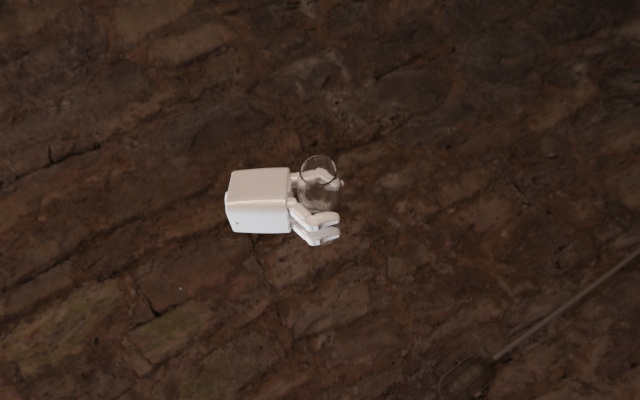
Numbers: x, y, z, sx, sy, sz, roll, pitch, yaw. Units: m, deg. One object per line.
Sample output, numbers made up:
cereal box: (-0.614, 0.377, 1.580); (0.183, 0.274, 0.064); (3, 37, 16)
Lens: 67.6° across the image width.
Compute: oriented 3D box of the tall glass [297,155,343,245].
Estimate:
tall glass: (0.000, 0.003, 0.850); (0.079, 0.079, 0.201); (0, -32, 2)
